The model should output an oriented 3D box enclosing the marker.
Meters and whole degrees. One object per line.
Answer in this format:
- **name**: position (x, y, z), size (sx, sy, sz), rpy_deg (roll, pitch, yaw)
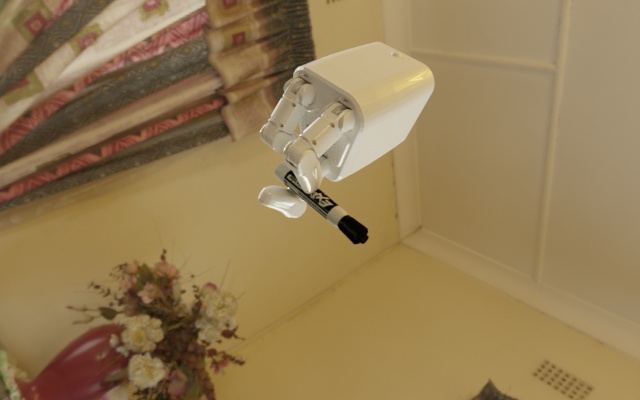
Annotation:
- **marker**: position (0.000, 0.002, 0.451), size (0.121, 0.020, 0.020), rpy_deg (40, 23, 31)
